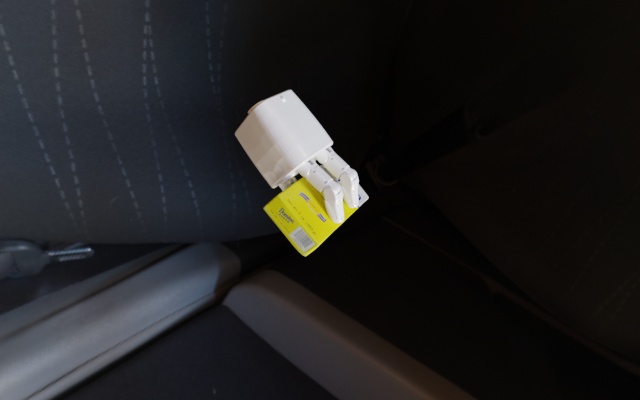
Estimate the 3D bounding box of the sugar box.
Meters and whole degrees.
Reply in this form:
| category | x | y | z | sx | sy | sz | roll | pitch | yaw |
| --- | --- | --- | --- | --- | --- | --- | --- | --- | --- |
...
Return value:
| category | x | y | z | sx | sy | sz | roll | pitch | yaw |
| --- | --- | --- | --- | --- | --- | --- | --- | --- | --- |
| sugar box | 0.000 | 0.002 | 0.732 | 0.048 | 0.093 | 0.176 | -38 | 1 | 40 |
